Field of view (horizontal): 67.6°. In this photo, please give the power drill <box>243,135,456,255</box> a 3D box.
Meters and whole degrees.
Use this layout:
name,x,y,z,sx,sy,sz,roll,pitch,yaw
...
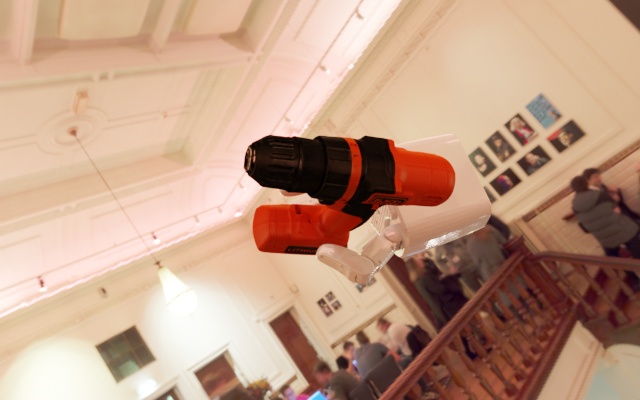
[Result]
name,x,y,z,sx,sy,sz,roll,pitch,yaw
power drill,0.000,0.002,0.441,0.184,0.057,0.188,6,-22,-24
